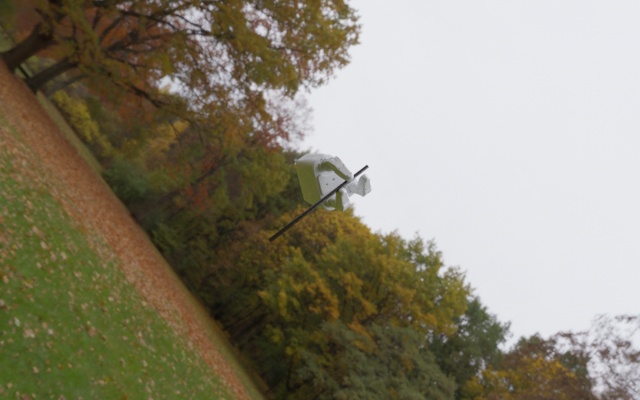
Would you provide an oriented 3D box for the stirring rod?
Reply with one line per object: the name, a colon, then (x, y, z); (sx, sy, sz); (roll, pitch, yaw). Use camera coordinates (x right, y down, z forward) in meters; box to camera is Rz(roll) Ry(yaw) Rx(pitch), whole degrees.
stirring rod: (0.000, 0.003, 0.894); (0.239, 0.011, 0.011); (-37, 12, -17)
